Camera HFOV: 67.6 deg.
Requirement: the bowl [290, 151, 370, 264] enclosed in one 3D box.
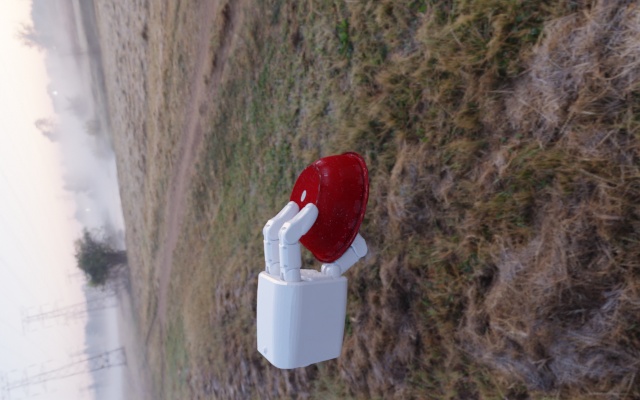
[{"bbox_3d":[0.000,0.001,0.657,0.055,0.162,0.162,17,-7,-25],"label":"bowl"}]
